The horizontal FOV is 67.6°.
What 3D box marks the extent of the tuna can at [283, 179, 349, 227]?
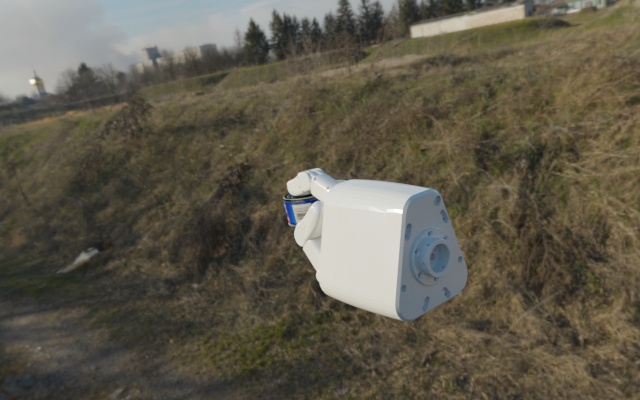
[{"bbox_3d":[0.000,0.001,0.561,0.086,0.034,0.086,-14,12,3],"label":"tuna can"}]
